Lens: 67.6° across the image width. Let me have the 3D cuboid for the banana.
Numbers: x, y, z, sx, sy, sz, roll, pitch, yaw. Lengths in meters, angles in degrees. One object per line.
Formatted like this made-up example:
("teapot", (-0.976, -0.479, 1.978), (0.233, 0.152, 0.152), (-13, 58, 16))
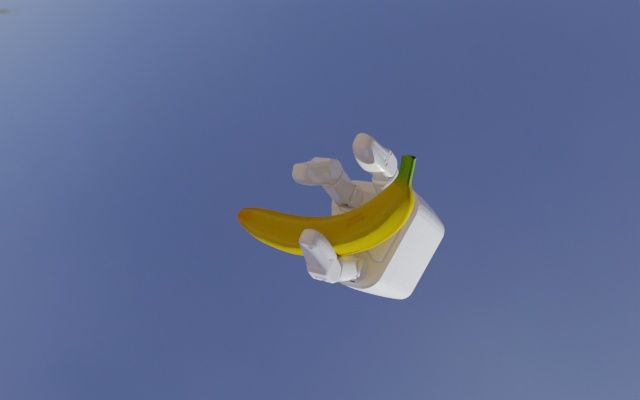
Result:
("banana", (0.007, 0.019, 0.442), (0.198, 0.069, 0.037), (-17, -8, 30))
